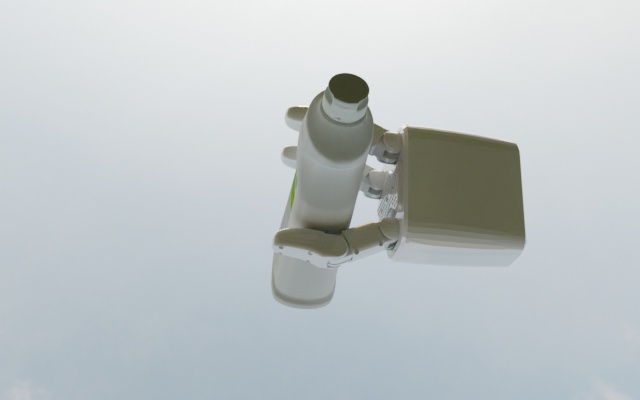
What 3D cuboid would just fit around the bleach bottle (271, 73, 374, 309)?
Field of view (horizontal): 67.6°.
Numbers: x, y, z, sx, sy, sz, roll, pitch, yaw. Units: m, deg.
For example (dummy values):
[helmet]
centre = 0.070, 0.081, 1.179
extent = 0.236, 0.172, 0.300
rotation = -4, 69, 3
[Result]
[bleach bottle]
centre = 0.000, 0.001, 0.413
extent = 0.068, 0.102, 0.251
rotation = 6, -34, -6
